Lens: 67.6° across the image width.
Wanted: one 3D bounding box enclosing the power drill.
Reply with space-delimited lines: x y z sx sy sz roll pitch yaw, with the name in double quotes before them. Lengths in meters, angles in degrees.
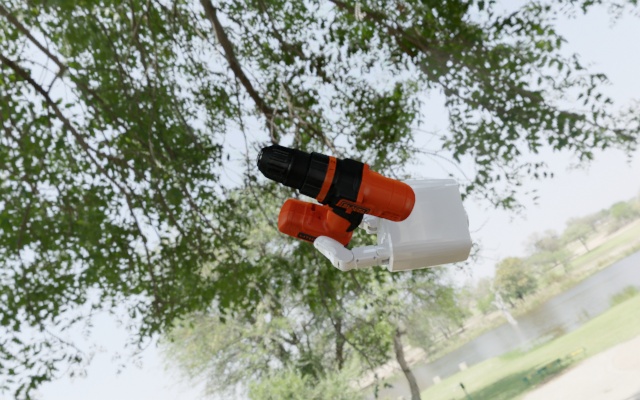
"power drill" 0.000 0.002 0.594 0.184 0.057 0.188 19 -21 -9
